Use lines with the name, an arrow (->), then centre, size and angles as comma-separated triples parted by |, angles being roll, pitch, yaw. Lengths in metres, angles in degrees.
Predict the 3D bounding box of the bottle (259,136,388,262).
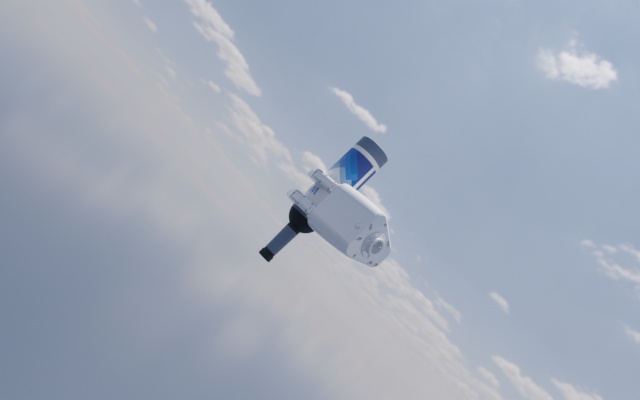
bottle -> 0.000, 0.003, 0.895 | 0.295, 0.069, 0.069 | -44, 7, -7
